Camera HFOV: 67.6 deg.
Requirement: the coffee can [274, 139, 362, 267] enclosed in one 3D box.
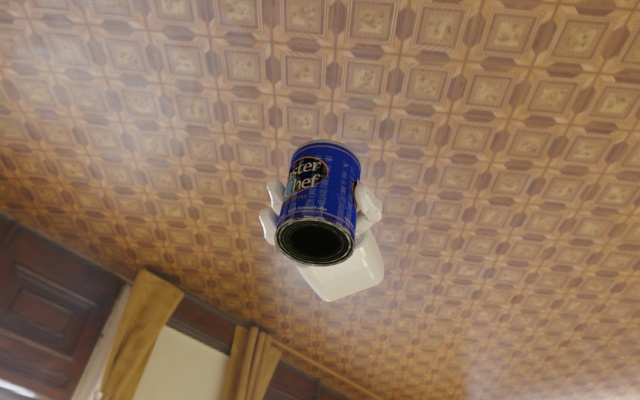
[{"bbox_3d":[0.000,0.002,0.639,0.103,0.140,0.103,5,-41,4],"label":"coffee can"}]
